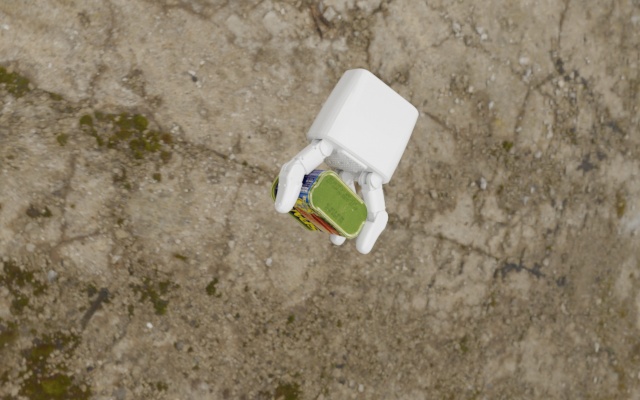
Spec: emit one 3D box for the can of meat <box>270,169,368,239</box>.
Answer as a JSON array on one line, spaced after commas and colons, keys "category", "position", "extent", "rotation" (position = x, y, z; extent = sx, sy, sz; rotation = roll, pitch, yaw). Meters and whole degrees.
[{"category": "can of meat", "position": [0.000, 0.002, 0.606], "extent": [0.084, 0.057, 0.102], "rotation": [9, -27, 51]}]
